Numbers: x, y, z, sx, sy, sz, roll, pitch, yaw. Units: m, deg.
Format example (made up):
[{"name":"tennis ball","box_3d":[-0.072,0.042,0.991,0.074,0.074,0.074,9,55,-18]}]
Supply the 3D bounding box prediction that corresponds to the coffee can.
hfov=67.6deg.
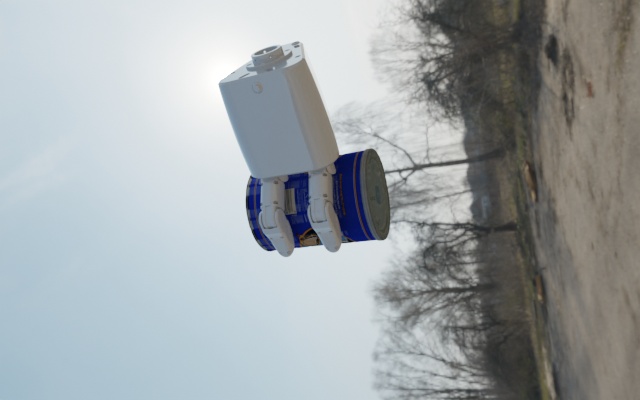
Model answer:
[{"name":"coffee can","box_3d":[0.000,0.002,0.550,0.140,0.103,0.103,-8,-3,20]}]
